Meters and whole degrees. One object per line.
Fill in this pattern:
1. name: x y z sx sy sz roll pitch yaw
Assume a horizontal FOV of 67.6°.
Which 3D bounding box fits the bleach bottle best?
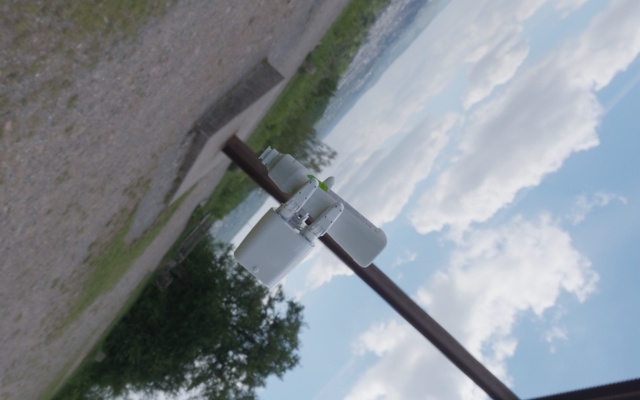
1. bleach bottle: 0.000 0.003 0.807 0.251 0.068 0.102 42 7 -6
